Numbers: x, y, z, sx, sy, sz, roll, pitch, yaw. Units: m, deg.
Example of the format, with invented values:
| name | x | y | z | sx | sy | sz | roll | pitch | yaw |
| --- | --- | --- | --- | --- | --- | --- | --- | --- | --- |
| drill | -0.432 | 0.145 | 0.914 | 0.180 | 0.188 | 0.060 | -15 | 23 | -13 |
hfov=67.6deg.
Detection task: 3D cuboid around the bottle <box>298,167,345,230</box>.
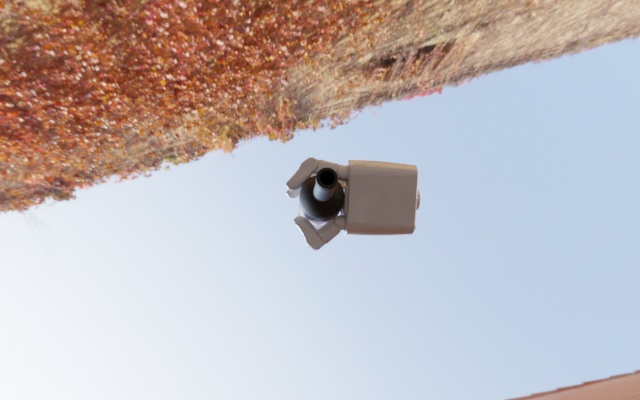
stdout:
| name | x | y | z | sx | sy | sz | roll | pitch | yaw |
| --- | --- | --- | --- | --- | --- | --- | --- | --- | --- |
| bottle | 0.000 | 0.002 | 0.734 | 0.069 | 0.069 | 0.296 | 0 | -12 | -3 |
